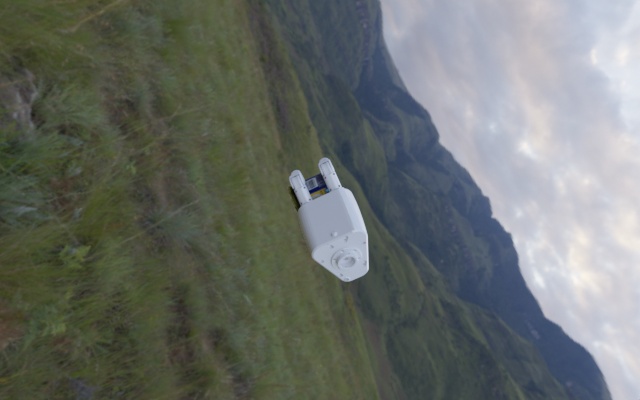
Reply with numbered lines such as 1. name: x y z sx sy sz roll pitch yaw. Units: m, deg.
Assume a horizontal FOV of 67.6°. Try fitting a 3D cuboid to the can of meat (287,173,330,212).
1. can of meat: 0.000 0.003 0.861 0.084 0.102 0.057 -24 36 4
